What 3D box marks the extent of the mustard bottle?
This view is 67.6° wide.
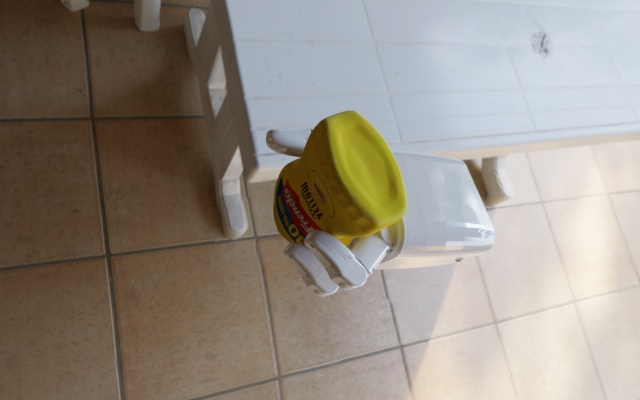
[{"bbox_3d":[0.000,0.001,0.440,0.058,0.096,0.192,-25,-7,-28],"label":"mustard bottle"}]
